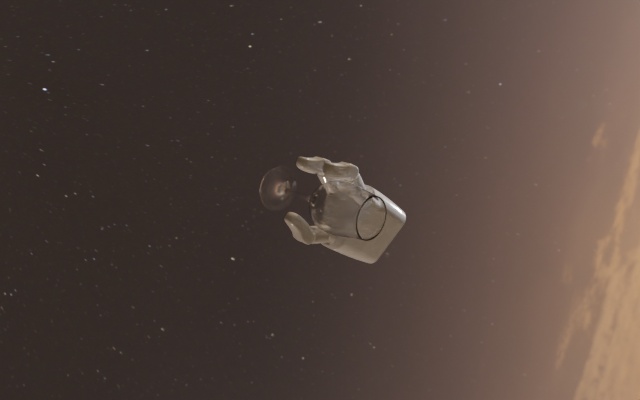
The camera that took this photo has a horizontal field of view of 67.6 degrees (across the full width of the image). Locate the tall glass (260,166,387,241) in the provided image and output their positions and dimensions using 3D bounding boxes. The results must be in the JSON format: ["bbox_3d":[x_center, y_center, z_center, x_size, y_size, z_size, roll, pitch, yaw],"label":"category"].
[{"bbox_3d":[0.000,0.002,0.699,0.079,0.079,0.201,0,13,-44],"label":"tall glass"}]
